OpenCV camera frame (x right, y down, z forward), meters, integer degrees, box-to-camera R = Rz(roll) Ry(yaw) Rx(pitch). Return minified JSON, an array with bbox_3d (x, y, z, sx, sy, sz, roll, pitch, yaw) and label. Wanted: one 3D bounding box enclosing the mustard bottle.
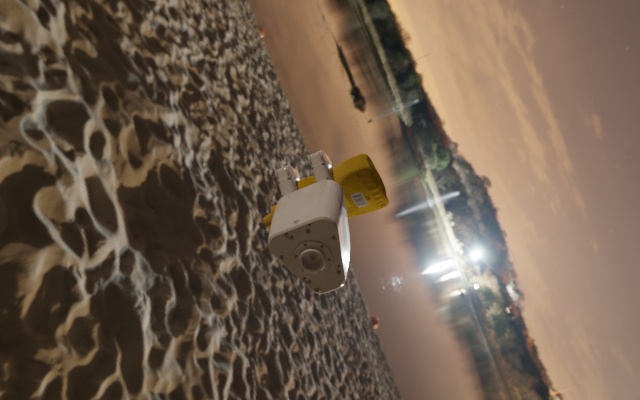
[{"bbox_3d":[0.000,0.002,0.725,0.191,0.058,0.096,-22,-43,14],"label":"mustard bottle"}]
